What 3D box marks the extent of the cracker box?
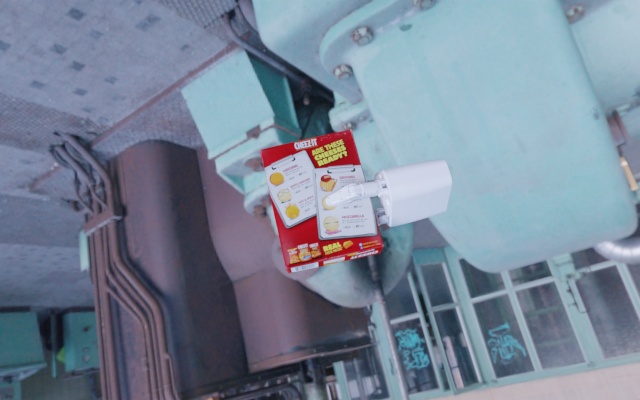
[{"bbox_3d":[0.000,0.003,0.816,0.164,0.213,0.072,-13,-18,-4],"label":"cracker box"}]
